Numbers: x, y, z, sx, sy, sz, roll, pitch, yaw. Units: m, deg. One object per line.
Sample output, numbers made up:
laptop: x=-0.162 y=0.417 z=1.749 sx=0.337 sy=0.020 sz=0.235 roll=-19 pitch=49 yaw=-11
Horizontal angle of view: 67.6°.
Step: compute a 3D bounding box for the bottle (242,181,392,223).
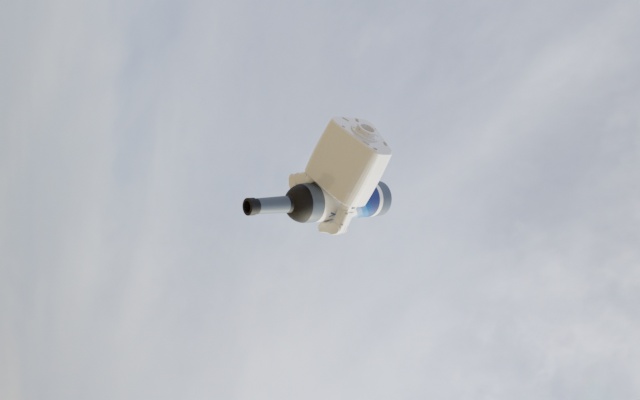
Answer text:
bottle: x=0.000 y=0.003 z=0.816 sx=0.296 sy=0.069 sz=0.069 roll=-4 pitch=2 yaw=-41
